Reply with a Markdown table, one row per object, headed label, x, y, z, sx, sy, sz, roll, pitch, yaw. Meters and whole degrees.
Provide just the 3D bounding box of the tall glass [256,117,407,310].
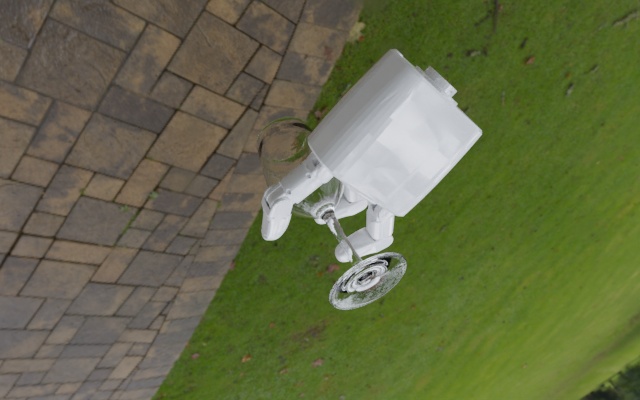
| label | x | y | z | sx | sy | sz | roll | pitch | yaw |
| --- | --- | --- | --- | --- | --- | --- | --- | --- | --- |
| tall glass | 0.000 | 0.002 | 0.463 | 0.079 | 0.079 | 0.201 | 0 | 43 | -35 |
